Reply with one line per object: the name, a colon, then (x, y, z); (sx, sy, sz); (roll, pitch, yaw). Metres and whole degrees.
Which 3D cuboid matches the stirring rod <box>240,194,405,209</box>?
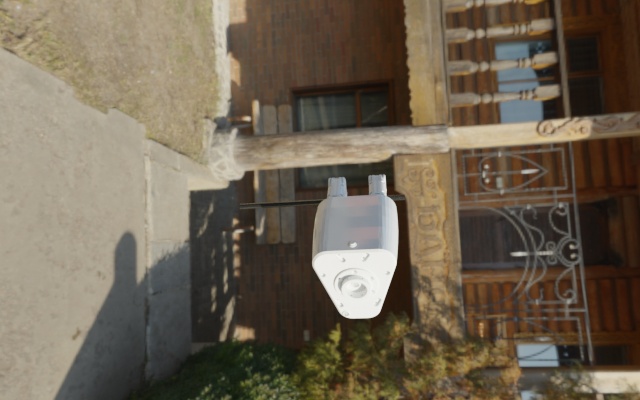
stirring rod: (0.000, 0.002, 0.690); (0.239, 0.011, 0.011); (-3, -1, 8)
